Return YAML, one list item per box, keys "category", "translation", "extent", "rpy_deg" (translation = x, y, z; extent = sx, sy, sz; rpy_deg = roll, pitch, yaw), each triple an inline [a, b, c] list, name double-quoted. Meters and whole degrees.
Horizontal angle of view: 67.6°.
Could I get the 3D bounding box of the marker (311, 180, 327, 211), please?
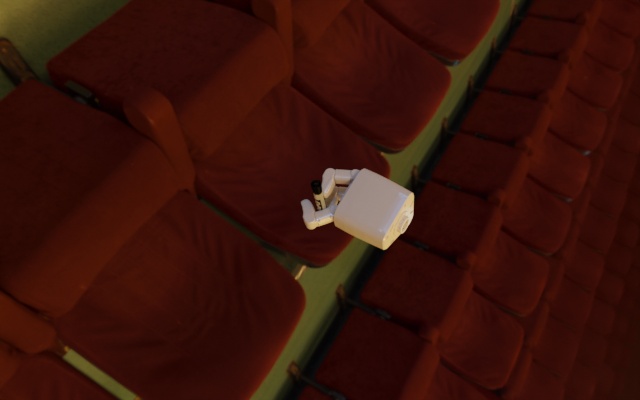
- category: "marker"
  translation: [0.000, 0.003, 0.863]
  extent: [0.020, 0.020, 0.121]
  rpy_deg: [0, -35, 10]
